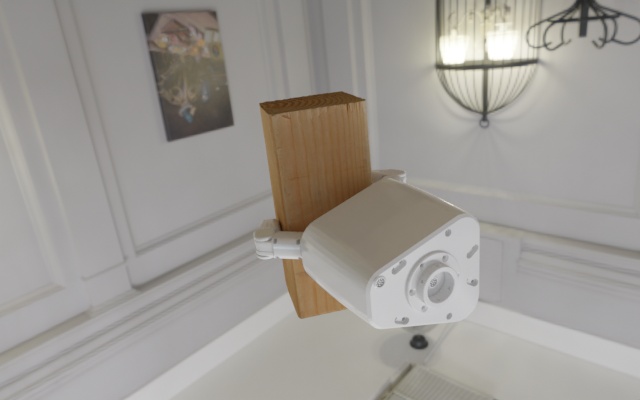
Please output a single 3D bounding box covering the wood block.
[{"bbox_3d":[0.000,0.002,0.488,0.091,0.206,0.090,-10,20,-10],"label":"wood block"}]
